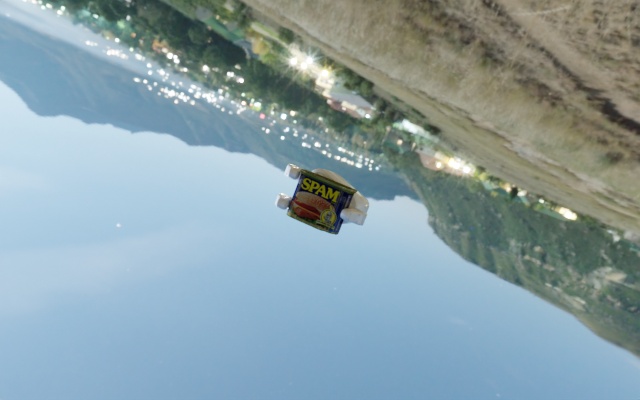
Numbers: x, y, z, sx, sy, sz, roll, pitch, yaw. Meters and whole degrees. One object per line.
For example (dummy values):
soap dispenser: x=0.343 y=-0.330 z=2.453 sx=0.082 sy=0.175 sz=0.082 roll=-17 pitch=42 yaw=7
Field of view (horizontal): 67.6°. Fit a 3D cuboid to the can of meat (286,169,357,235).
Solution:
can of meat: x=0.000 y=0.003 z=0.824 sx=0.102 sy=0.084 sz=0.057 roll=23 pitch=7 yaw=17
